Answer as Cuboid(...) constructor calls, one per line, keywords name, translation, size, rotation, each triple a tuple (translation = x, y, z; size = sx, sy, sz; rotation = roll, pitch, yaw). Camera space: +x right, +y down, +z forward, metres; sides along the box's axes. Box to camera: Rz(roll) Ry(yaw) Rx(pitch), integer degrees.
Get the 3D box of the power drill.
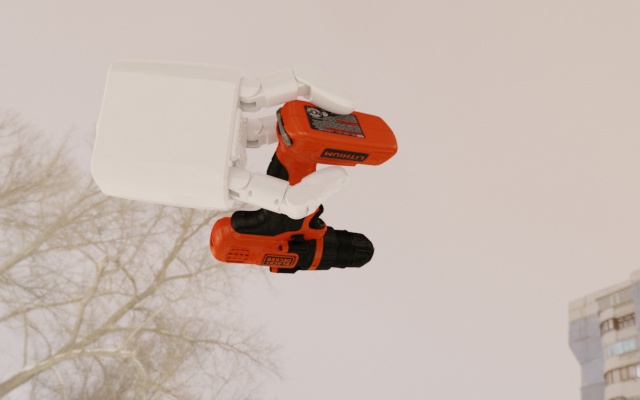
Cuboid(name="power drill", translation=(0.000, 0.001, 0.467), size=(0.184, 0.188, 0.057), rotation=(6, 41, -26))
